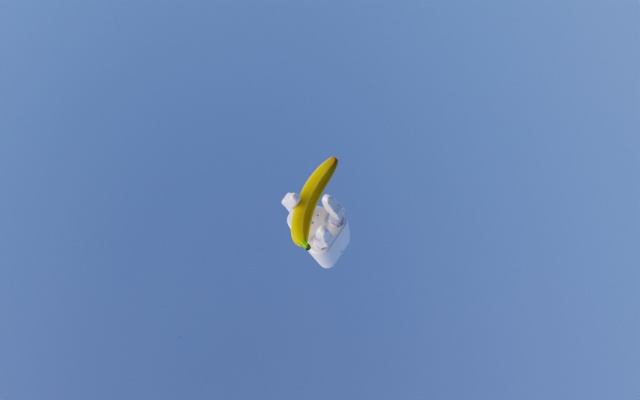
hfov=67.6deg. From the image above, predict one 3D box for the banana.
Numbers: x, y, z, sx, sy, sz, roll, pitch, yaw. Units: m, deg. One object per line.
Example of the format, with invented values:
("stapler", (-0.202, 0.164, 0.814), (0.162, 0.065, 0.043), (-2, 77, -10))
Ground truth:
("banana", (-0.016, 0.007, 0.884), (0.069, 0.197, 0.037), (-5, -33, 36))
